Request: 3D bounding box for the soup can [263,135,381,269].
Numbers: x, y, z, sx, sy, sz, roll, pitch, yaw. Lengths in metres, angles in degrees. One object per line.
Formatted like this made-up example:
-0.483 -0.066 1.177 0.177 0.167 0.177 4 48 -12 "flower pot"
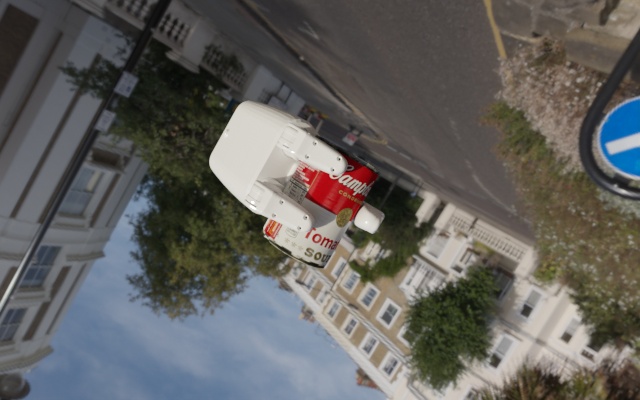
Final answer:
0.000 0.002 0.433 0.068 0.102 0.068 30 4 -2 "soup can"
